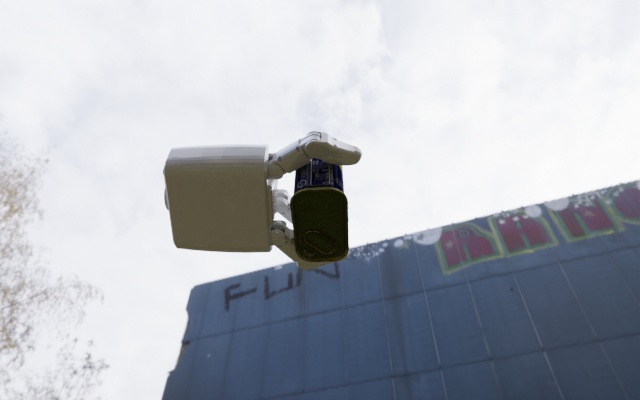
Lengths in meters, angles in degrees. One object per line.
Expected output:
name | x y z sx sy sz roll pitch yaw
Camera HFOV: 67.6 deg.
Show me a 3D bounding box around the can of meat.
can of meat | 0.000 0.001 0.518 0.057 0.102 0.083 -3 40 2
